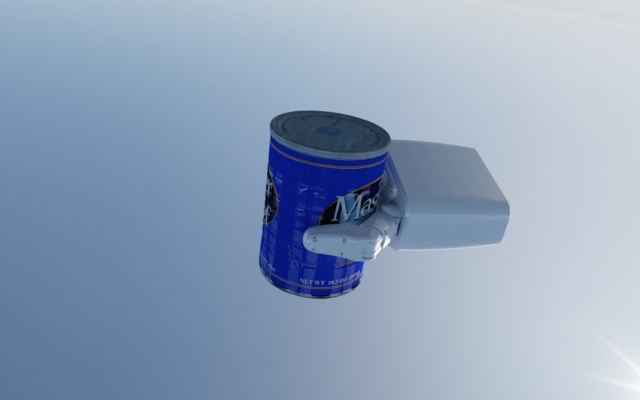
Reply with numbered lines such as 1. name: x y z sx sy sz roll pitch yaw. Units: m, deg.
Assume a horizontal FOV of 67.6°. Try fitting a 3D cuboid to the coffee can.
1. coffee can: 0.000 0.001 0.432 0.103 0.140 0.102 7 27 -3
